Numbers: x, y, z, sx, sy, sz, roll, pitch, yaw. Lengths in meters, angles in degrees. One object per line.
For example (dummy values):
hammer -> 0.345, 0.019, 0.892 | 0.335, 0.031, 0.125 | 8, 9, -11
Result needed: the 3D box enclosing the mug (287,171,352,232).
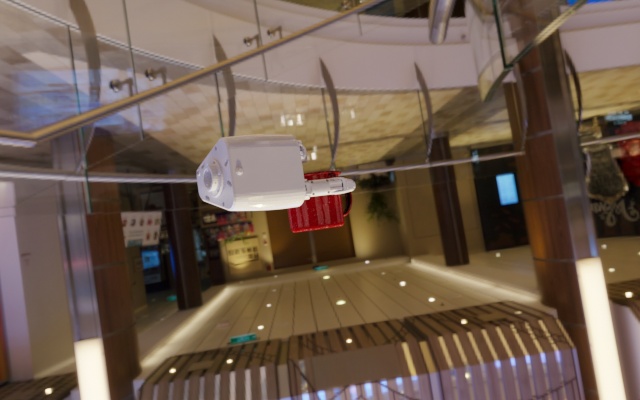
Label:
mug -> 0.001, 0.002, 0.727 | 0.117, 0.081, 0.093 | -5, -4, -37
